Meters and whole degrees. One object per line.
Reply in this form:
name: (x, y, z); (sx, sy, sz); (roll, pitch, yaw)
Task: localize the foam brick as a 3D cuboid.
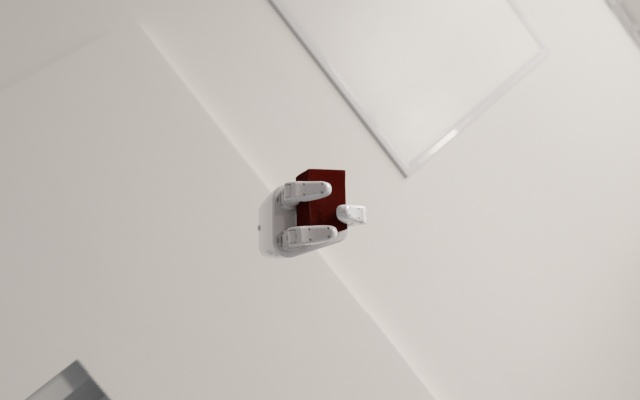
foam brick: (0.000, 0.002, 0.617); (0.053, 0.078, 0.051); (3, -10, -21)
